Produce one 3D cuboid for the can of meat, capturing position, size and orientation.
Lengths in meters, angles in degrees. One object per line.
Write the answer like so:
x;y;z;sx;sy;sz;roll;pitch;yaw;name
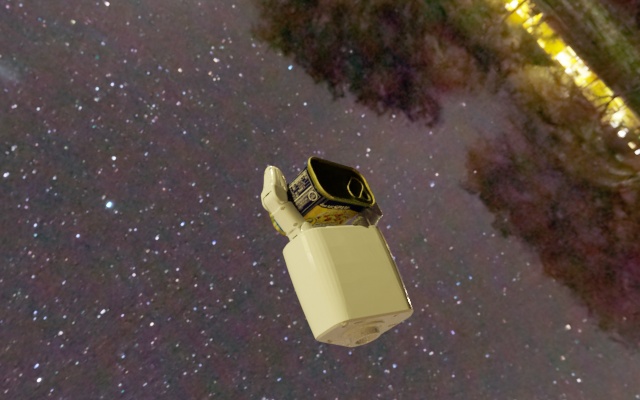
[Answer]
0.000;0.002;0.567;0.102;0.057;0.084;10;-43;-47;can of meat
